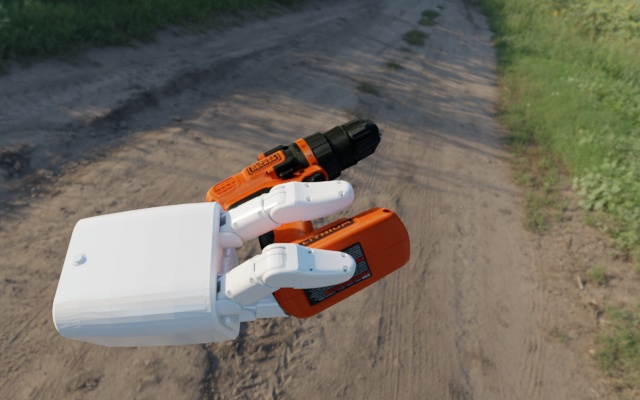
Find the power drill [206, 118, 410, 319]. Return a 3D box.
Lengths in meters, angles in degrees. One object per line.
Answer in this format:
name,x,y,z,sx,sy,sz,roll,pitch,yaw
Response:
power drill,0.000,0.002,0.413,0.184,0.057,0.187,-29,32,-6
